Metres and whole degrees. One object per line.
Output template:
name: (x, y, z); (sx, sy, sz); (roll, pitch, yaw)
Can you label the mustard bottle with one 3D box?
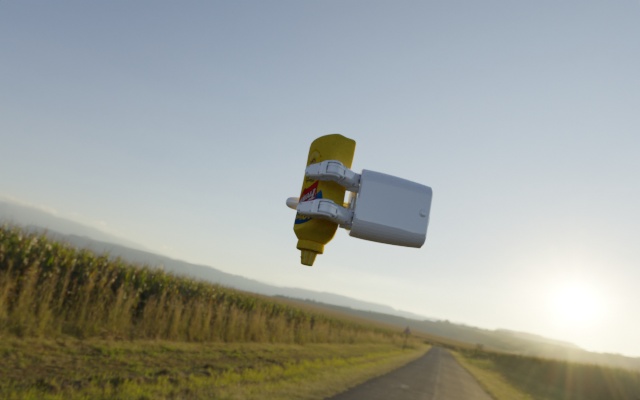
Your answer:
mustard bottle: (0.000, 0.002, 0.707); (0.058, 0.191, 0.096); (19, -15, -27)
